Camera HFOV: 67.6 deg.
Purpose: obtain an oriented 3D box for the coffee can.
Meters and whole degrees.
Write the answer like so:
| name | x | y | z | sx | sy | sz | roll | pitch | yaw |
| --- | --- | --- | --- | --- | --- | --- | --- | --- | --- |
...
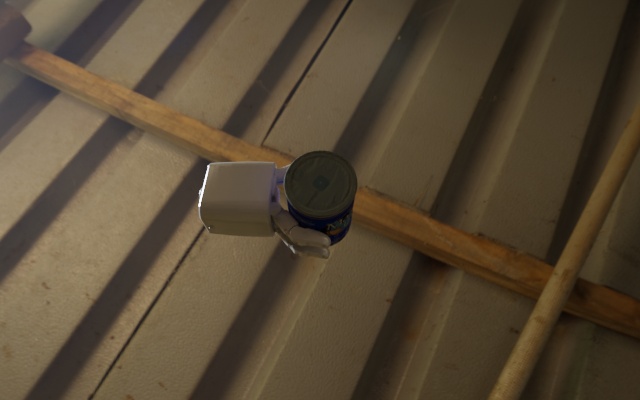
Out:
| name | x | y | z | sx | sy | sz | roll | pitch | yaw |
| --- | --- | --- | --- | --- | --- | --- | --- | --- | --- |
| coffee can | 0.000 | 0.002 | 0.726 | 0.103 | 0.102 | 0.140 | 0 | -23 | 0 |
